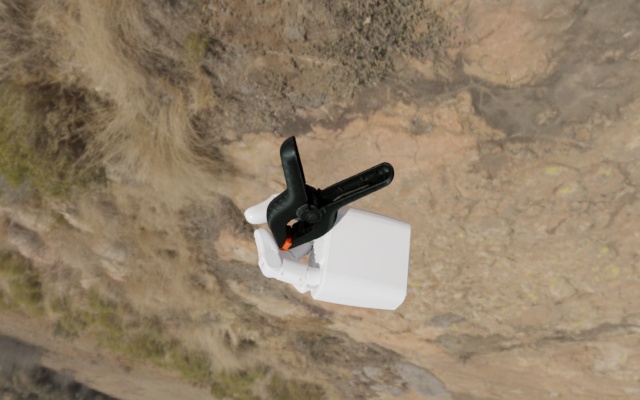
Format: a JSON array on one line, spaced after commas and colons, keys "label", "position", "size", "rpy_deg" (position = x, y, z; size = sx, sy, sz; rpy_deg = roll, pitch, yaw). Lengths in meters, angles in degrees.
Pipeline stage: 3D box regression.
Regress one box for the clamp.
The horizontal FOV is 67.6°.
[{"label": "clamp", "position": [0.000, 0.002, 0.515], "size": [0.120, 0.039, 0.172], "rpy_deg": [12, -37, -11]}]
